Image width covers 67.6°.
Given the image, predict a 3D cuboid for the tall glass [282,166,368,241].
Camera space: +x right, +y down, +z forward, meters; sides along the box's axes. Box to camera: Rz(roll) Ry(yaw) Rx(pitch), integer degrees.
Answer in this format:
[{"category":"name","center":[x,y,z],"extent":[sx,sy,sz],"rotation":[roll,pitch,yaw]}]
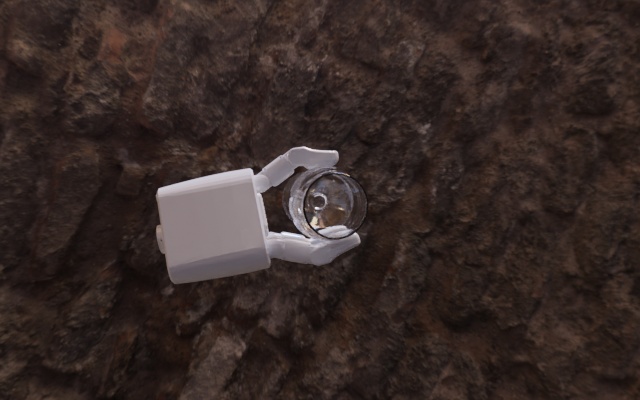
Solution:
[{"category":"tall glass","center":[0.000,0.002,0.534],"extent":[0.079,0.079,0.201],"rotation":[0,2,-8]}]
